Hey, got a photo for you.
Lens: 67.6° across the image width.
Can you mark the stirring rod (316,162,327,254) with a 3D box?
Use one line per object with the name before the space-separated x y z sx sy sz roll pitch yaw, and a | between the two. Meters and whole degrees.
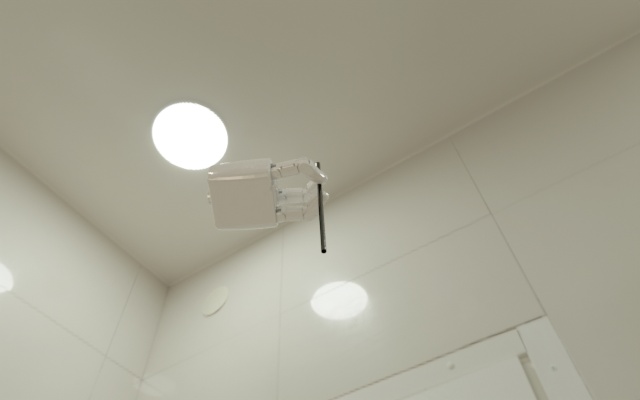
stirring rod | 0.000 0.003 0.771 0.011 0.011 0.239 0 35 -3
